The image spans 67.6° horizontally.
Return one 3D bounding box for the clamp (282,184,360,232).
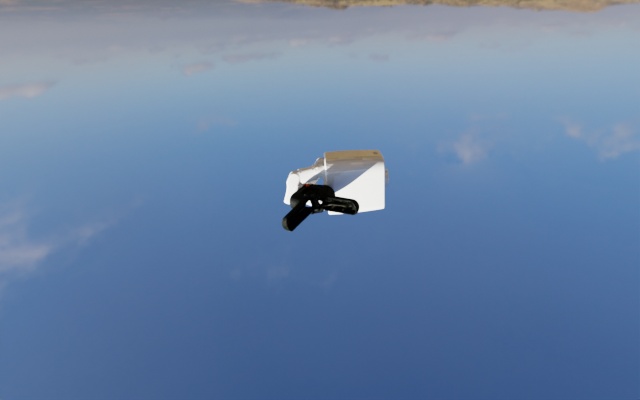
[{"bbox_3d":[0.000,0.003,0.789,0.120,0.039,0.171,-6,20,2],"label":"clamp"}]
